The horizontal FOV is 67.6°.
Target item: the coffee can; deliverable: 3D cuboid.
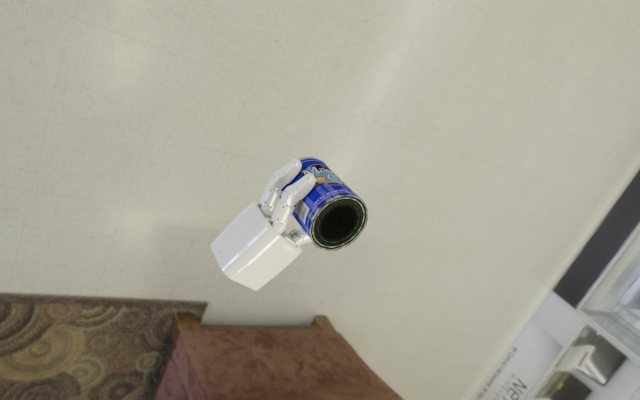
[{"bbox_3d":[0.000,0.002,0.790,0.103,0.103,0.140,0,29,-29],"label":"coffee can"}]
